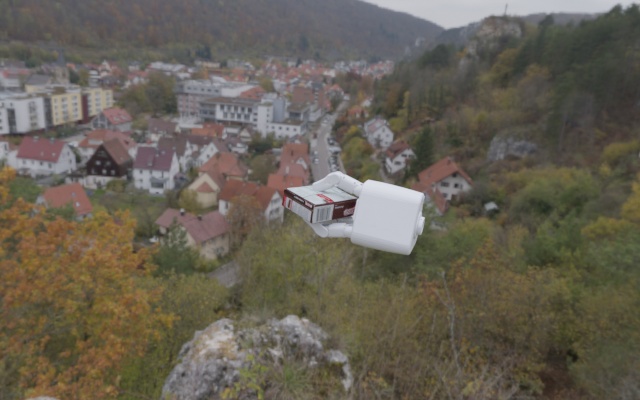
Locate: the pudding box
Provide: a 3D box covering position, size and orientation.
[{"bbox_3d":[0.000,0.003,0.883,0.113,0.039,0.090,-7,25,-42],"label":"pudding box"}]
